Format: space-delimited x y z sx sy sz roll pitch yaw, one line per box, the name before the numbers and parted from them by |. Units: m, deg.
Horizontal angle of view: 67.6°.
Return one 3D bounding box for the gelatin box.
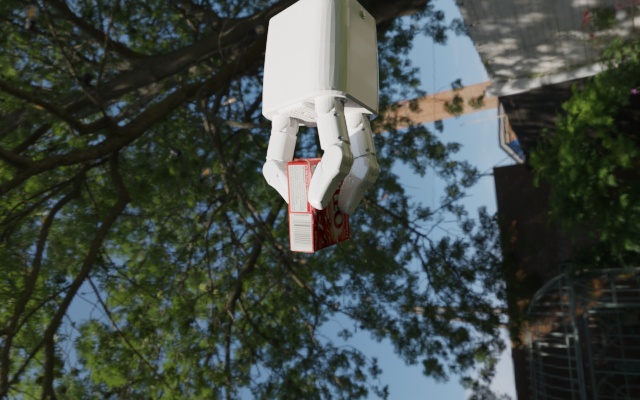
gelatin box | 0.000 0.002 0.479 0.030 0.089 0.073 2 7 31
